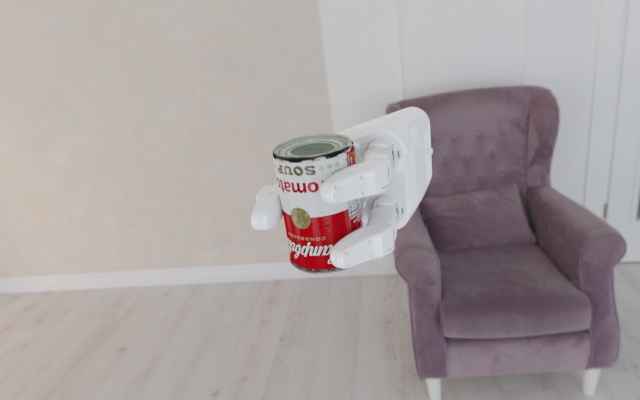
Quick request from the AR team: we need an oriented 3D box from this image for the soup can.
[{"bbox_3d":[0.000,0.001,0.405,0.068,0.102,0.068,-7,22,3],"label":"soup can"}]
